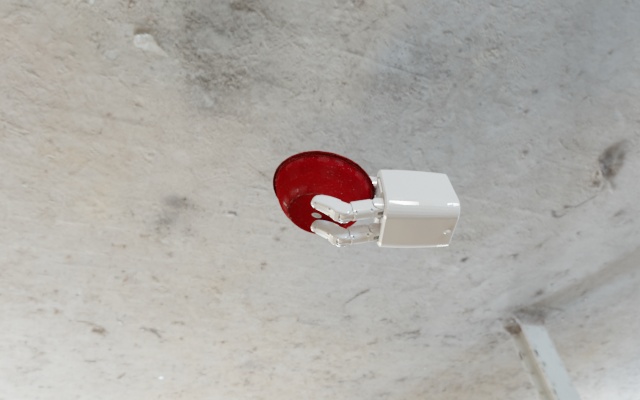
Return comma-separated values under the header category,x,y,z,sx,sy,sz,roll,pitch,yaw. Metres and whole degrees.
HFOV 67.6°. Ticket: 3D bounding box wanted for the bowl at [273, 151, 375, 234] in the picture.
category,x,y,z,sx,sy,sz,roll,pitch,yaw
bowl,-0.001,0.003,0.727,0.162,0.055,0.162,7,-43,7
